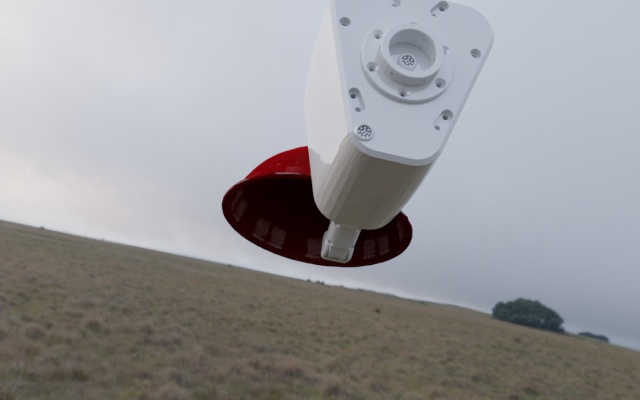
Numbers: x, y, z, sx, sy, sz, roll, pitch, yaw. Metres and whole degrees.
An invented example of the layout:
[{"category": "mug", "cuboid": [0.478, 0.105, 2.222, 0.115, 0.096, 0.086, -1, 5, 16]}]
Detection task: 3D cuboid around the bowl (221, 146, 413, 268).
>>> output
[{"category": "bowl", "cuboid": [0.000, 0.002, 0.417, 0.162, 0.055, 0.162, 8, -30, 5]}]
